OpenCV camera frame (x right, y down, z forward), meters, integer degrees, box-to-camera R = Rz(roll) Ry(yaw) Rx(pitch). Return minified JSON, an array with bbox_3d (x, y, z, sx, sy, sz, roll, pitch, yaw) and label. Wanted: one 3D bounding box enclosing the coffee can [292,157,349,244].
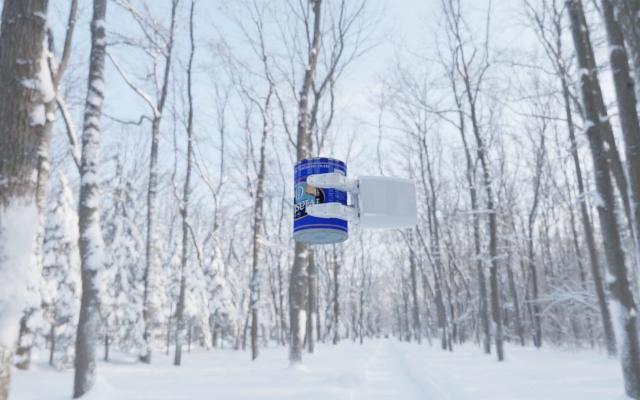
[{"bbox_3d":[0.000,0.003,0.889,0.103,0.140,0.103,0,-17,0],"label":"coffee can"}]
